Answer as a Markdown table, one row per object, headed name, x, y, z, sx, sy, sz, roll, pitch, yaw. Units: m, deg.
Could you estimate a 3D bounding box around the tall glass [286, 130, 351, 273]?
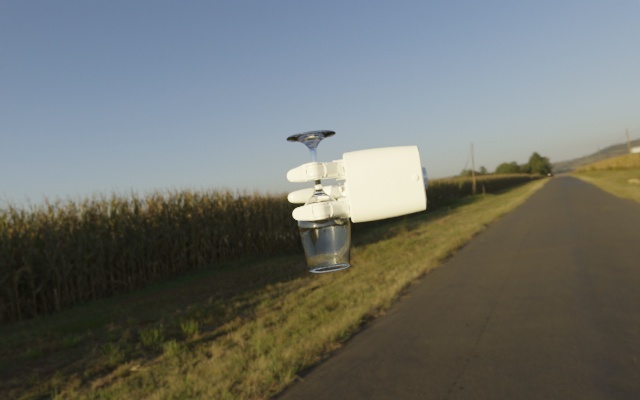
| name | x | y | z | sx | sy | sz | roll | pitch | yaw |
| --- | --- | --- | --- | --- | --- | --- | --- | --- | --- |
| tall glass | 0.000 | 0.002 | 0.706 | 0.079 | 0.201 | 0.079 | -8 | -1 | 0 |
